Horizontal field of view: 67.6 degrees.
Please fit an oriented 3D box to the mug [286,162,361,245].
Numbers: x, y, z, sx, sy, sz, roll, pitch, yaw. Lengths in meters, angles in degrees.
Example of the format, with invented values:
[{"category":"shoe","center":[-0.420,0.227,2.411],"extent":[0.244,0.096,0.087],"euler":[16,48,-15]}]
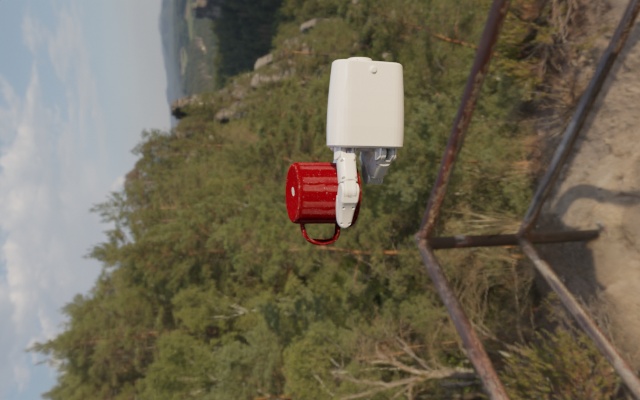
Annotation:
[{"category":"mug","center":[0.000,0.004,0.642],"extent":[0.081,0.117,0.093],"euler":[0,6,-17]}]
